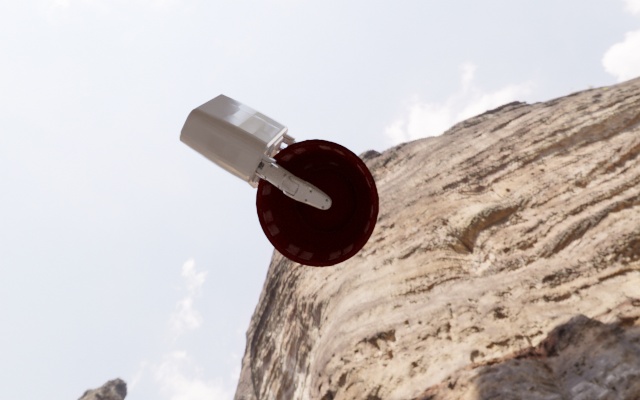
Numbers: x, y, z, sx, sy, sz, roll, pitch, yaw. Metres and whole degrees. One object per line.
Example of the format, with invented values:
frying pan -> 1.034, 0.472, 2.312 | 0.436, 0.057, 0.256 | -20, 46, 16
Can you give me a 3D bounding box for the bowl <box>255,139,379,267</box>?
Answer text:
bowl -> 0.001, 0.003, 0.622 | 0.162, 0.162, 0.055 | 0, 5, 16
